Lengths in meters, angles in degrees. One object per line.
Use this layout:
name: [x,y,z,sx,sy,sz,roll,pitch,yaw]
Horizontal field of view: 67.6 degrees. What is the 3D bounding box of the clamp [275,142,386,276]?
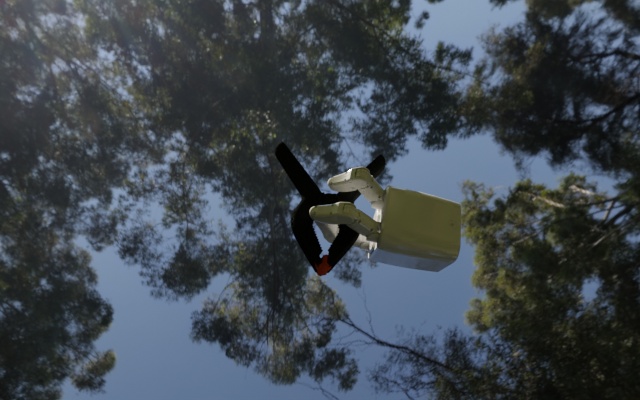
clamp: [0.000,0.003,0.662,0.164,0.209,0.036,12,-35,2]
